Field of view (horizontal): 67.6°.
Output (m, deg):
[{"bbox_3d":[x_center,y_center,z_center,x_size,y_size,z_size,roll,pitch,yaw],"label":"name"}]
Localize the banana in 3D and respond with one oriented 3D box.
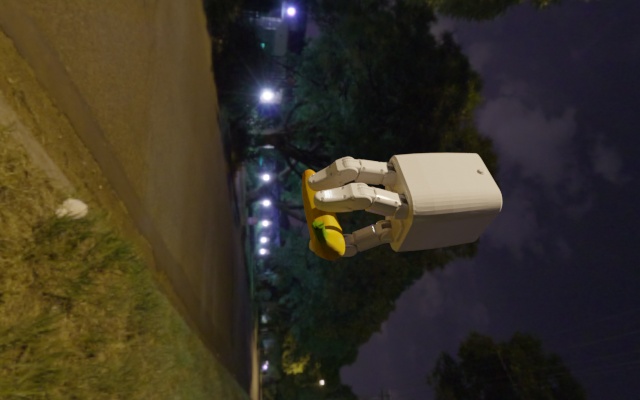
[{"bbox_3d":[0.003,0.020,0.561,0.037,0.070,0.197,-8,20,-4],"label":"banana"}]
